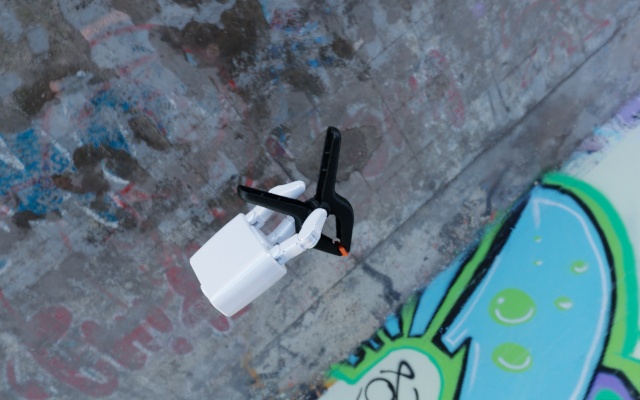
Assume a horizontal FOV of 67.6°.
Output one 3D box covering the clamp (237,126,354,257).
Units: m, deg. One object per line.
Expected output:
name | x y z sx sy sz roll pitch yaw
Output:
clamp | 0.000 0.003 0.707 0.164 0.210 0.036 -38 35 1
